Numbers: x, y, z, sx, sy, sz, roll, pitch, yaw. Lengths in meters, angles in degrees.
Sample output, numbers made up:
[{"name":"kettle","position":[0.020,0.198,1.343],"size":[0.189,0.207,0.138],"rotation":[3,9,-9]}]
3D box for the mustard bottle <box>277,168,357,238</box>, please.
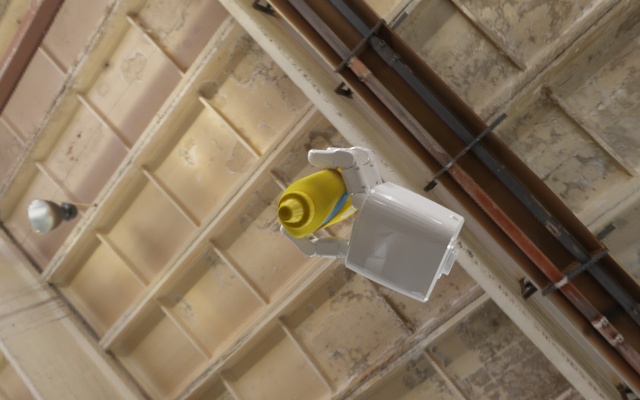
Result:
[{"name":"mustard bottle","position":[0.000,0.002,0.586],"size":[0.096,0.058,0.191],"rotation":[-45,-10,22]}]
